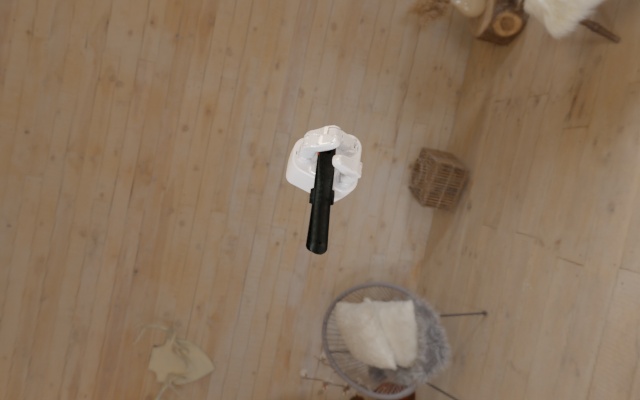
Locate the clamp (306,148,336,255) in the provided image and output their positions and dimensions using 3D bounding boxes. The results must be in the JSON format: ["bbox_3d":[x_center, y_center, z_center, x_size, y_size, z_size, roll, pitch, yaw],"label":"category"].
[{"bbox_3d":[0.000,0.002,0.722,0.039,0.171,0.120,11,-14,-10],"label":"clamp"}]
